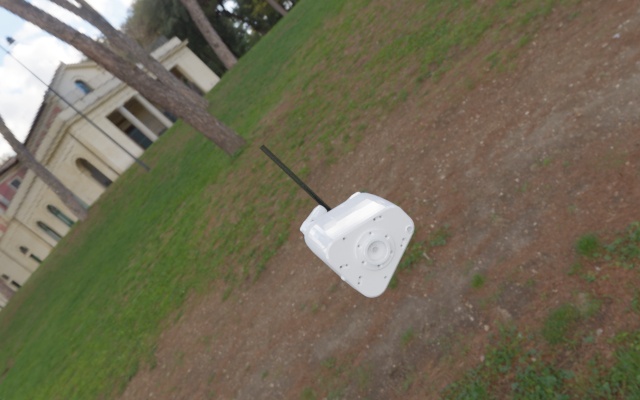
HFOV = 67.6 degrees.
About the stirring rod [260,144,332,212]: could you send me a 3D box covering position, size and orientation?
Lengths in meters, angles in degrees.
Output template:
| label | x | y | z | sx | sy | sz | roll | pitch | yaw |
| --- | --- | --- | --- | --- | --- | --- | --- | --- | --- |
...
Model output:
| label | x | y | z | sx | sy | sz | roll | pitch | yaw |
| --- | --- | --- | --- | --- | --- | --- | --- | --- | --- |
| stirring rod | 0.000 | 0.002 | 0.716 | 0.239 | 0.011 | 0.011 | 43 | -14 | -15 |
